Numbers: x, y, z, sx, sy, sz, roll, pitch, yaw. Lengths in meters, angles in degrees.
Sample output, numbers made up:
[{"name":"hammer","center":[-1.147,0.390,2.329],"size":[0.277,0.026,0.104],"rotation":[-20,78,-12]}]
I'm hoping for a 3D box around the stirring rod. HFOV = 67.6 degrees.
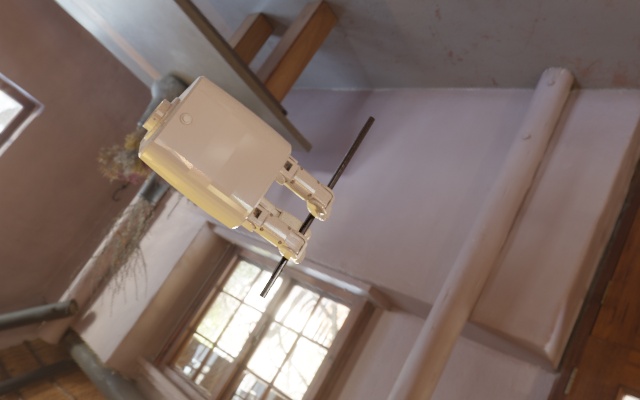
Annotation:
[{"name":"stirring rod","center":[0.000,0.002,0.525],"size":[0.011,0.239,0.011],"rotation":[29,-17,10]}]
